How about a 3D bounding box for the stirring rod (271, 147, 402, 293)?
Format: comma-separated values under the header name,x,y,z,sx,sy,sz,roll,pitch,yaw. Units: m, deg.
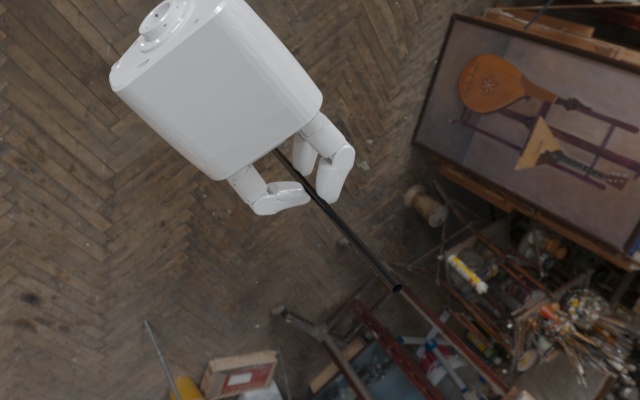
name,x,y,z,sx,sy,sz,roll,pitch,yaw
stirring rod,0.000,0.001,0.420,0.011,0.011,0.239,0,30,-31
